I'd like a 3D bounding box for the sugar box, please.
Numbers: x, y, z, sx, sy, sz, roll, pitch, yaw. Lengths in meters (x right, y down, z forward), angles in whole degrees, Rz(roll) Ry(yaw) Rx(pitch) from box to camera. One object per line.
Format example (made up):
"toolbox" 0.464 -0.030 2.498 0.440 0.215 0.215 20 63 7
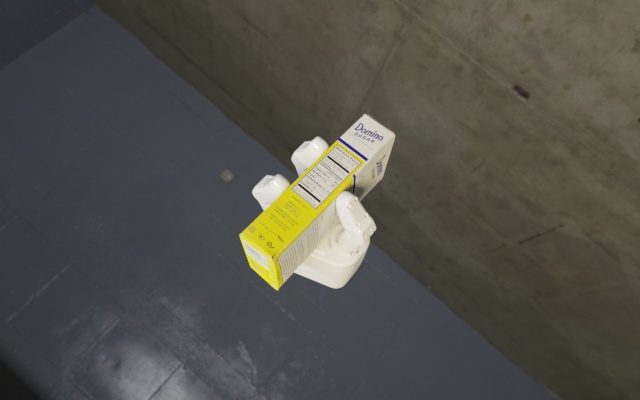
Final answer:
"sugar box" 0.000 0.001 0.479 0.048 0.176 0.093 36 -22 15
